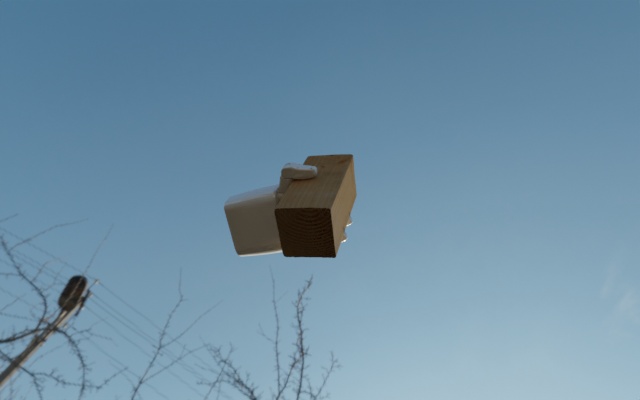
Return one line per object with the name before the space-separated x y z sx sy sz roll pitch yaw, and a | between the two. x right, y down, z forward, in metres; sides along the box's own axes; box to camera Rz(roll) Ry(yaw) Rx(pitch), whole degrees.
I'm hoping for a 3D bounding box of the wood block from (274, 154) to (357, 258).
wood block | 0.000 0.002 0.816 0.090 0.091 0.206 -1 28 15
